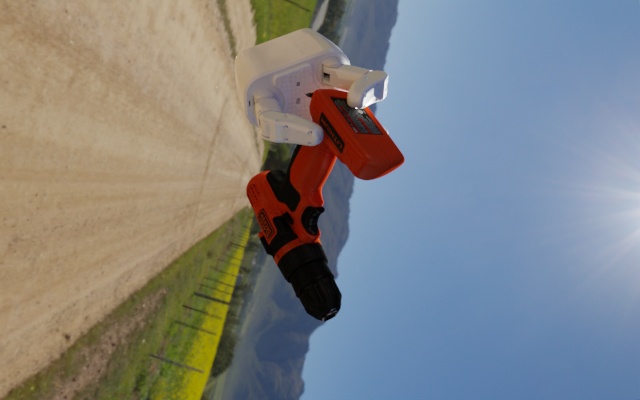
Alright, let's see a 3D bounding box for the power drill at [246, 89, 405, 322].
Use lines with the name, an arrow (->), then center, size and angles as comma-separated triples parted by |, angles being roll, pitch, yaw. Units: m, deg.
power drill -> 0.000, 0.001, 0.472 | 0.057, 0.184, 0.188 | -4, -38, -41
